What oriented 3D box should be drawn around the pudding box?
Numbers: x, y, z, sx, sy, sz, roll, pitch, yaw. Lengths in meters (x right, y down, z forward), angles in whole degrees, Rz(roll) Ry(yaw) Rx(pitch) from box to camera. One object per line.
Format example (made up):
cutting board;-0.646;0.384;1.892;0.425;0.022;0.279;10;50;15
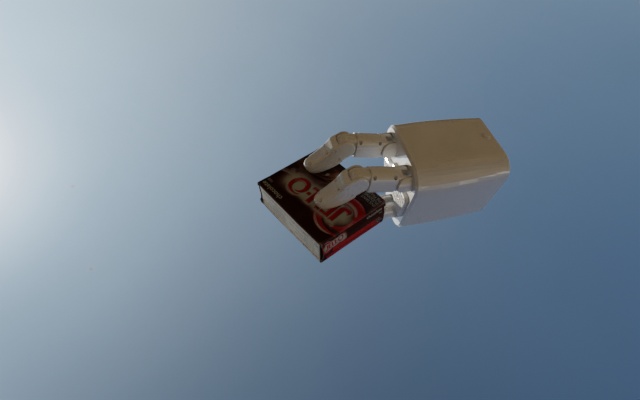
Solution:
pudding box;0.000;0.002;0.520;0.090;0.039;0.113;-31;53;-26
